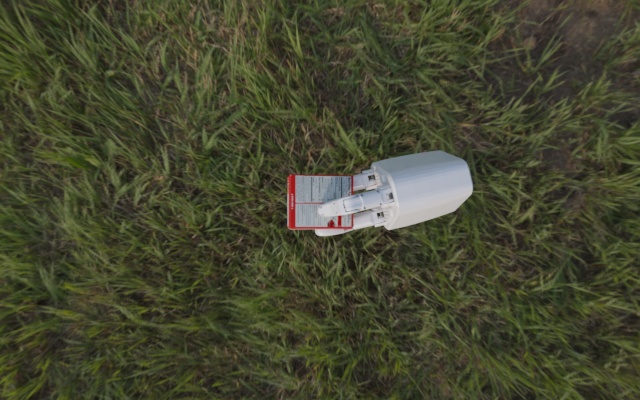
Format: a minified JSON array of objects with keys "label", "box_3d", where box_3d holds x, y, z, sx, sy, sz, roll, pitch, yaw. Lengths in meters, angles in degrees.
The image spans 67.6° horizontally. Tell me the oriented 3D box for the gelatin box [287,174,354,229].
[{"label":"gelatin box","box_3d":[0.000,0.002,0.647,0.089,0.073,0.030,0,-1,-9]}]
